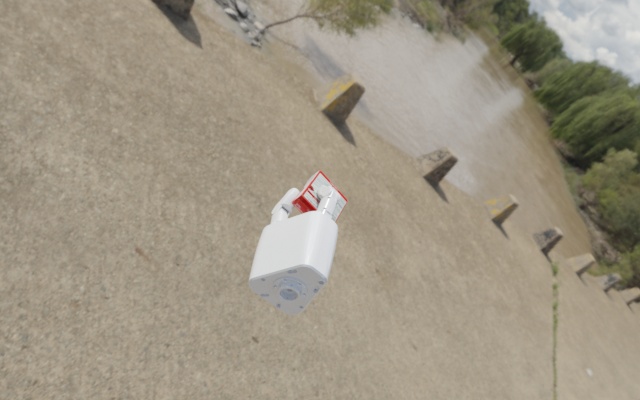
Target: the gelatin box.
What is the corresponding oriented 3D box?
[{"bbox_3d":[0.001,0.002,0.788,0.030,0.073,0.089,-36,13,36],"label":"gelatin box"}]
